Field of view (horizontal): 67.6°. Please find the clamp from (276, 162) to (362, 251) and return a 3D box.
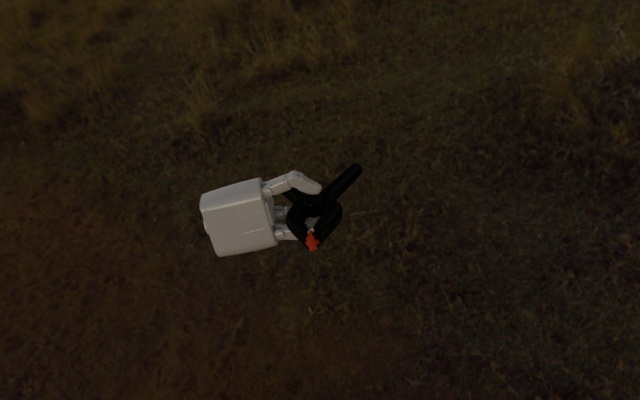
[{"bbox_3d":[0.000,0.002,0.804,0.164,0.036,0.209,-14,34,4],"label":"clamp"}]
